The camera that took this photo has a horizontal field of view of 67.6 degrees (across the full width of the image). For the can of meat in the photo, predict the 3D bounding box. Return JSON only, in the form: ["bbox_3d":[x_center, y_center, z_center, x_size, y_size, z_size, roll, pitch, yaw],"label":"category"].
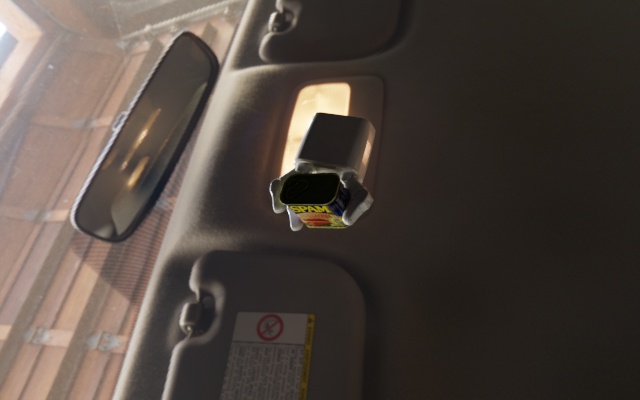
[{"bbox_3d":[0.000,0.003,0.761,0.102,0.057,0.084,0,-31,30],"label":"can of meat"}]
